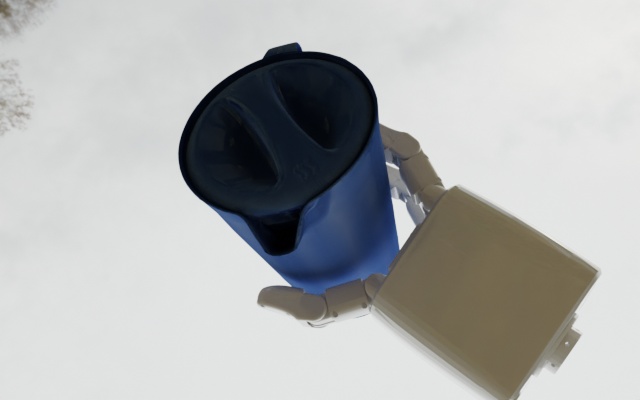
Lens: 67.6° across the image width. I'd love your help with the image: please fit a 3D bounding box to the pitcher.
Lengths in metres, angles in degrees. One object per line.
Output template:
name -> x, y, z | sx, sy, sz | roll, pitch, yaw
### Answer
pitcher -> 0.000, 0.001, 0.401 | 0.145, 0.149, 0.243 | 32, -17, 31
